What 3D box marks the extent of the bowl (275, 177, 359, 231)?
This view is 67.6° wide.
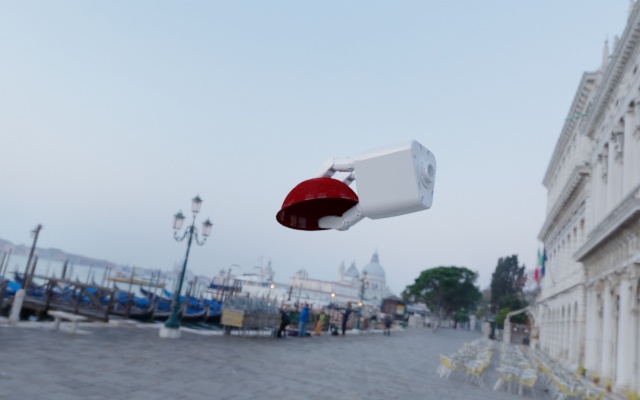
[{"bbox_3d":[-0.001,0.003,0.846,0.162,0.055,0.162,-5,-23,-2],"label":"bowl"}]
